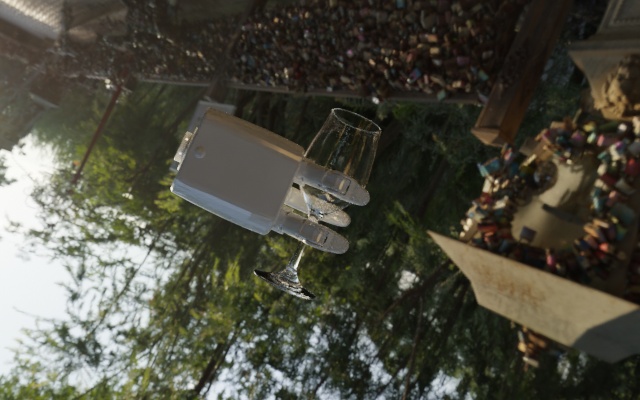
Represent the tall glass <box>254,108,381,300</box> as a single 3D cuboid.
[{"bbox_3d":[0.000,0.002,0.529,0.079,0.201,0.079,24,-2,1],"label":"tall glass"}]
